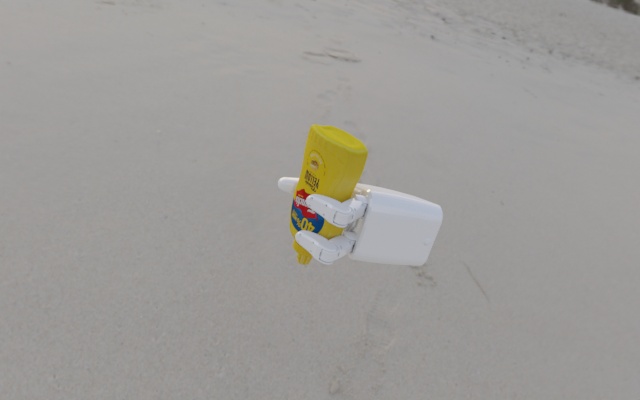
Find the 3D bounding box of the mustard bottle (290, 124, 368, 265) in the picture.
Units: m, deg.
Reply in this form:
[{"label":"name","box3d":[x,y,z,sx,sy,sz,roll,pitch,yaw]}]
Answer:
[{"label":"mustard bottle","box3d":[0.000,0.002,0.641,0.058,0.192,0.096,-3,29,-37]}]
